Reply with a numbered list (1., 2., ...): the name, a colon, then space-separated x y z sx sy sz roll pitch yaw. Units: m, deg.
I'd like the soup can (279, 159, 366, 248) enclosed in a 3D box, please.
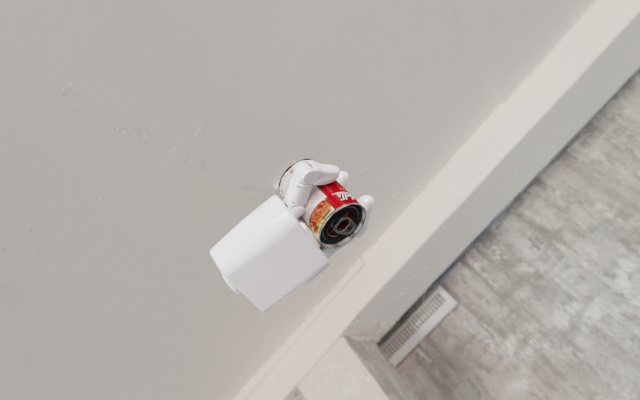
1. soup can: 0.000 0.001 0.600 0.068 0.068 0.102 0 36 -42
